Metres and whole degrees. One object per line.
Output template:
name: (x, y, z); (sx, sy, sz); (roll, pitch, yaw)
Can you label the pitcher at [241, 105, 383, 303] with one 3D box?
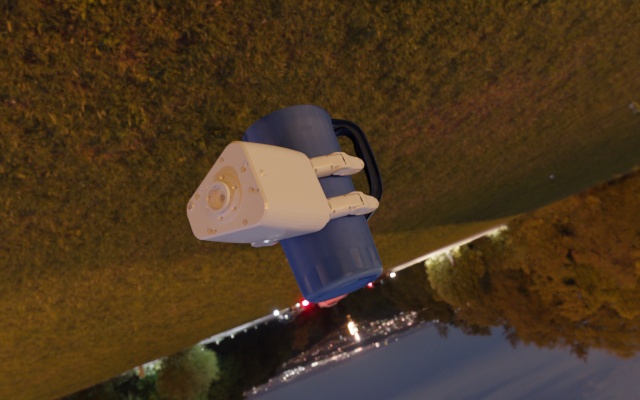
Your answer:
pitcher: (0.000, 0.002, 0.639); (0.149, 0.242, 0.145); (-32, -20, 28)
